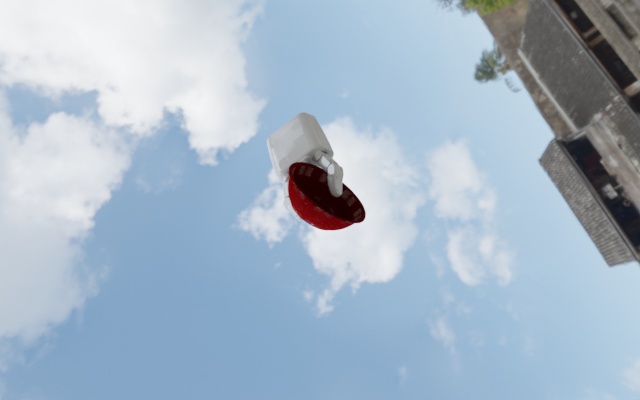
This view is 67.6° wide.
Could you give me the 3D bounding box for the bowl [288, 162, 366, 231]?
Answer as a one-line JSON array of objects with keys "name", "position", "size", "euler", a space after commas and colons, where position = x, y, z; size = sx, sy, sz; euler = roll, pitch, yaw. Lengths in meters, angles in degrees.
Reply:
[{"name": "bowl", "position": [0.000, 0.004, 0.847], "size": [0.162, 0.055, 0.162], "euler": [30, 24, -14]}]
